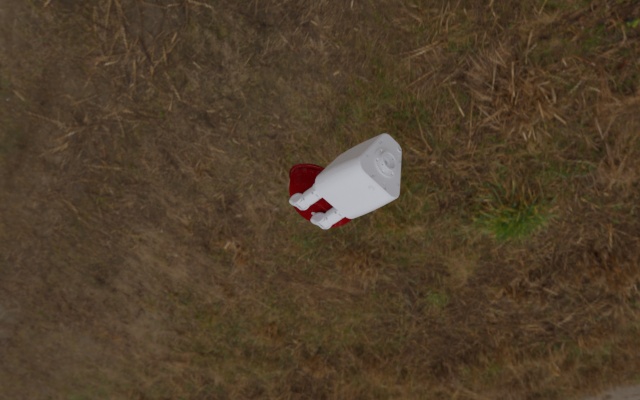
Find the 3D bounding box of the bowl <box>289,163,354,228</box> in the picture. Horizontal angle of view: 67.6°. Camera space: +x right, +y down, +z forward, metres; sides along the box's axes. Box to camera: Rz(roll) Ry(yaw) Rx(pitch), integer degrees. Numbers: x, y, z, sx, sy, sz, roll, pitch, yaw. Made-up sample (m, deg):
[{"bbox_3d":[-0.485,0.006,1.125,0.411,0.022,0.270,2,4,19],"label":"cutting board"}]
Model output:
[{"bbox_3d":[-0.001,0.004,0.894,0.162,0.055,0.162,24,-25,12],"label":"bowl"}]
